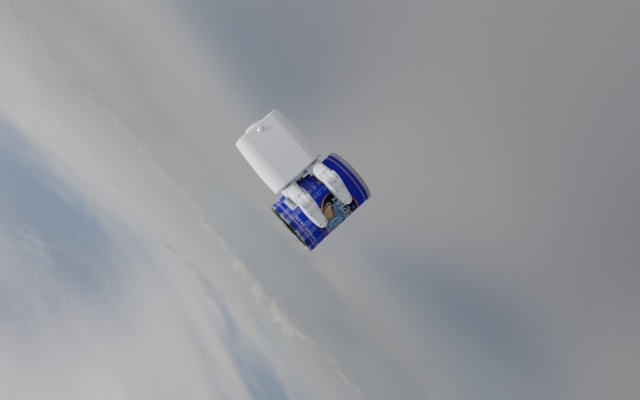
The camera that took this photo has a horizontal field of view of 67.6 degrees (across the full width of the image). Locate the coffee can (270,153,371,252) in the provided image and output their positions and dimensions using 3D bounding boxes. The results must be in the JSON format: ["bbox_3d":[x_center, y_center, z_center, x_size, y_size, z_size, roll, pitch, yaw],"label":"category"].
[{"bbox_3d":[0.000,0.003,0.813,0.140,0.103,0.103,-42,8,-9],"label":"coffee can"}]
